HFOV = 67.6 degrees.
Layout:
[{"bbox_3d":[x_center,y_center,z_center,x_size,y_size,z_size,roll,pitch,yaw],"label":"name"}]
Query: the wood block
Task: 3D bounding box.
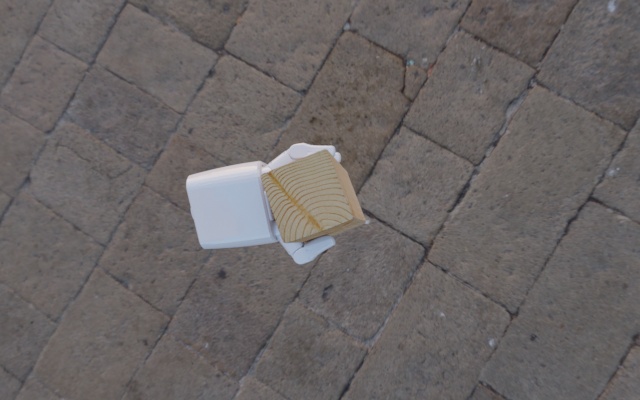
[{"bbox_3d":[0.000,0.003,0.658,0.090,0.091,0.206,-21,-7,8],"label":"wood block"}]
